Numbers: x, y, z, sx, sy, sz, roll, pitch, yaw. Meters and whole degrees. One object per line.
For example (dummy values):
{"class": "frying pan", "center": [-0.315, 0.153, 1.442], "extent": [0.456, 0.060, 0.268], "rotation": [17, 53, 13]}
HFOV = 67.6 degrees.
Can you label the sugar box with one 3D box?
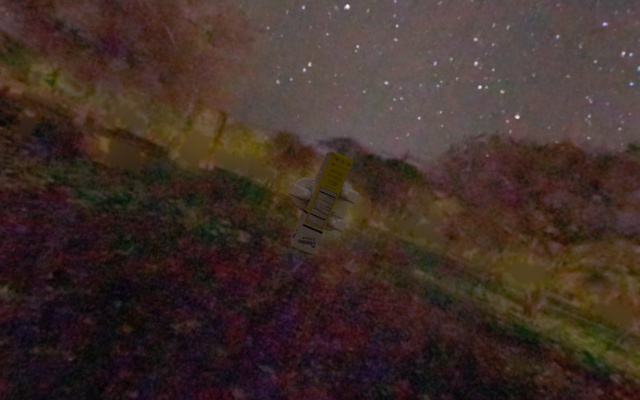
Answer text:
{"class": "sugar box", "center": [0.001, 0.003, 0.837], "extent": [0.048, 0.176, 0.093], "rotation": [21, 2, -6]}
